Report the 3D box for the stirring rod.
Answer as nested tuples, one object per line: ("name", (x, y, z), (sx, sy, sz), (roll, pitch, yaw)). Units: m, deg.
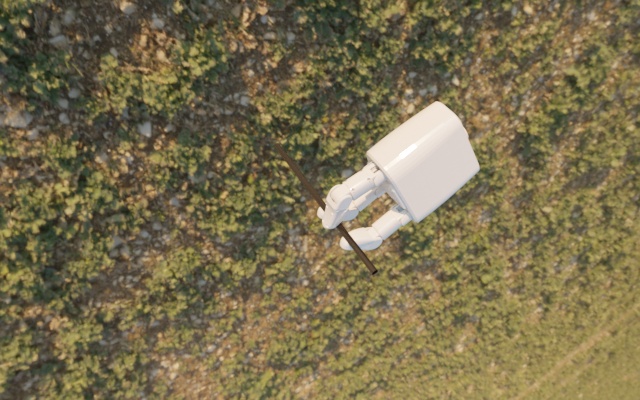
("stirring rod", (0.000, 0.002, 0.606), (0.011, 0.011, 0.239), (0, 41, -43))
